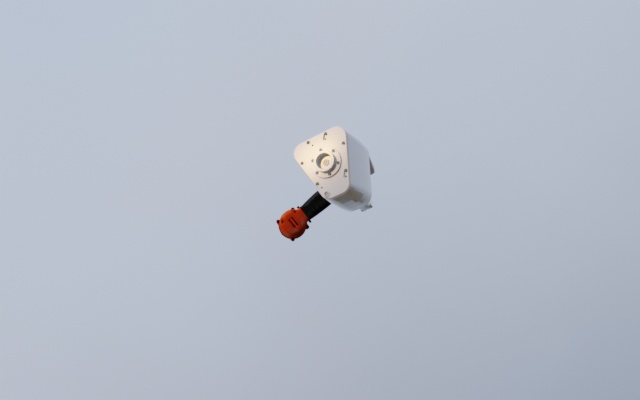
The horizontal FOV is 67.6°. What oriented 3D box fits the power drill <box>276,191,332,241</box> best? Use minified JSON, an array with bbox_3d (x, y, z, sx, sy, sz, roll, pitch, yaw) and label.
[{"bbox_3d":[0.000,0.003,0.889,0.187,0.057,0.184,-42,1,-6],"label":"power drill"}]
